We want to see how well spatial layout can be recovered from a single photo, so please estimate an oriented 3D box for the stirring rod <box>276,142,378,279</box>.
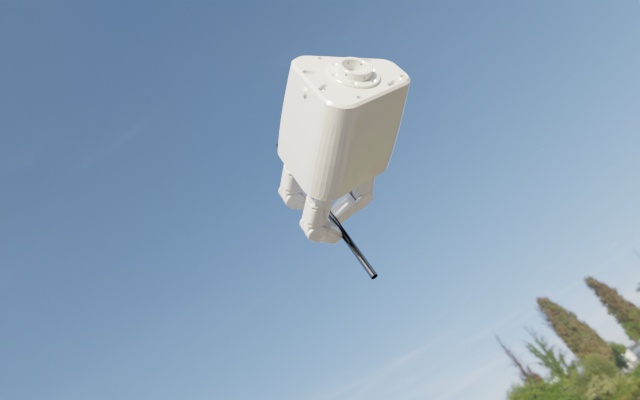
[{"bbox_3d":[0.000,0.002,0.570,0.011,0.011,0.239,0,40,-38],"label":"stirring rod"}]
